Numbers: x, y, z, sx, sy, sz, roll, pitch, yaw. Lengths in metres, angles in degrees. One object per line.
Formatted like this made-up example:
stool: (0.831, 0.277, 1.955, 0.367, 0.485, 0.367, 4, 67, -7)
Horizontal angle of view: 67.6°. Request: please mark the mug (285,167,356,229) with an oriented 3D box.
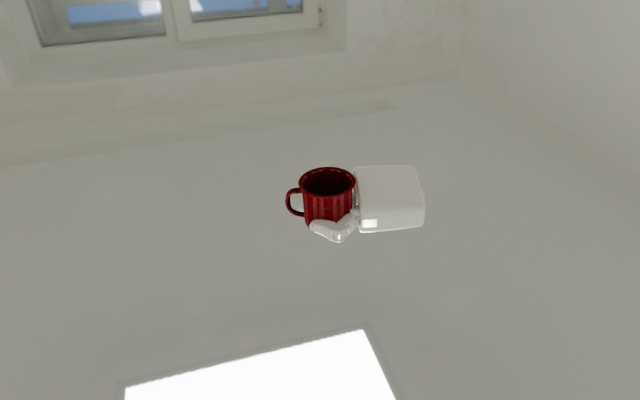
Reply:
mug: (-0.001, 0.003, 0.792, 0.117, 0.082, 0.093, -4, 35, -1)
